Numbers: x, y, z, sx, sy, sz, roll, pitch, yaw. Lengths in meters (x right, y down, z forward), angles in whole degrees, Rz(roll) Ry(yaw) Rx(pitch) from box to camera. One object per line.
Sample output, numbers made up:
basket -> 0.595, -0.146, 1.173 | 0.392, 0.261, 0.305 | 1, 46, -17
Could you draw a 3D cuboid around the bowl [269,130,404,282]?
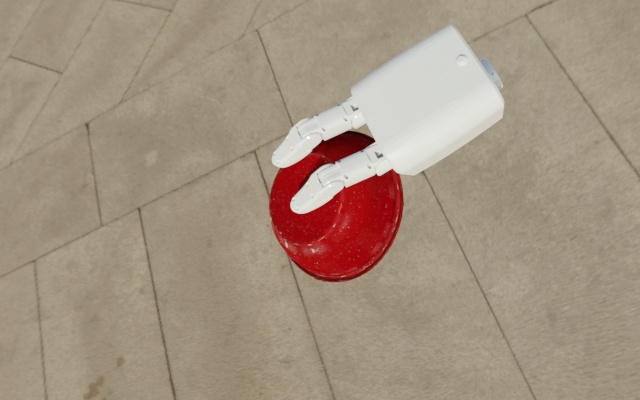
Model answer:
bowl -> -0.001, 0.003, 0.485 | 0.162, 0.162, 0.055 | 0, -7, 37
